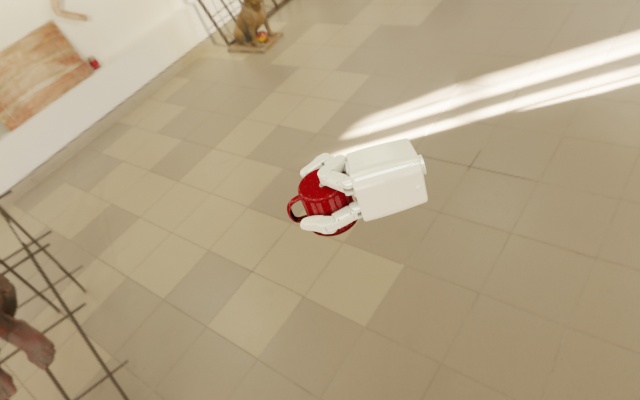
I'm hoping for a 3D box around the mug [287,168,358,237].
[{"bbox_3d":[-0.001,0.003,0.798,0.117,0.082,0.093,-16,42,6],"label":"mug"}]
